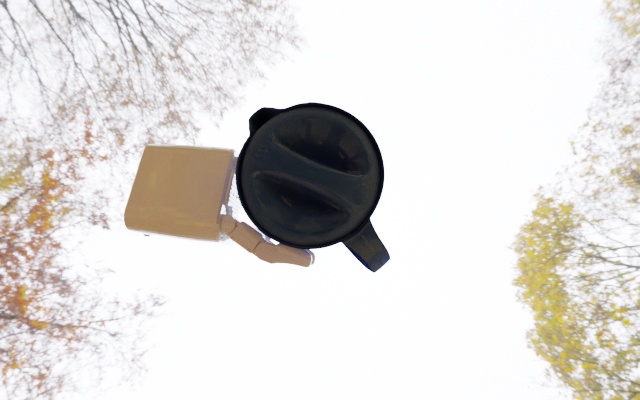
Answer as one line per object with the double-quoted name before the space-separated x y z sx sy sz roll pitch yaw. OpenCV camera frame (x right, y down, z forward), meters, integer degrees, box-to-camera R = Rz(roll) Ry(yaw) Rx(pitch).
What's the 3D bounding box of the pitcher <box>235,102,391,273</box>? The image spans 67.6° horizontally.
"pitcher" 0.000 0.002 0.533 0.145 0.149 0.243 3 -8 3
